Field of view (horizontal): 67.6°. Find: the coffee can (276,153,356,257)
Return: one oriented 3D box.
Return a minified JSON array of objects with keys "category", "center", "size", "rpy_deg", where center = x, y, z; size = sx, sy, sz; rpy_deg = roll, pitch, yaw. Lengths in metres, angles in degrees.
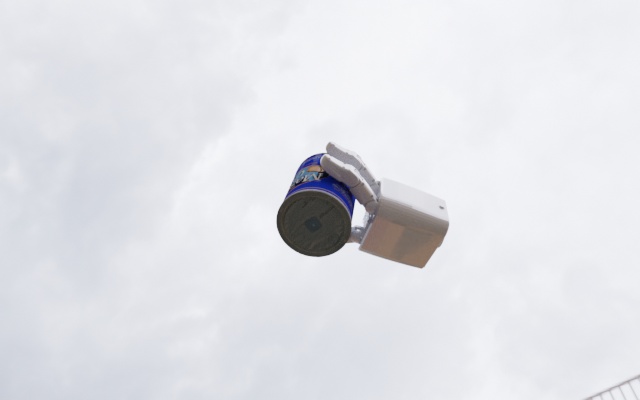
[{"category":"coffee can","center":[0.000,0.002,0.699],"size":[0.103,0.103,0.140],"rpy_deg":[0,27,9]}]
